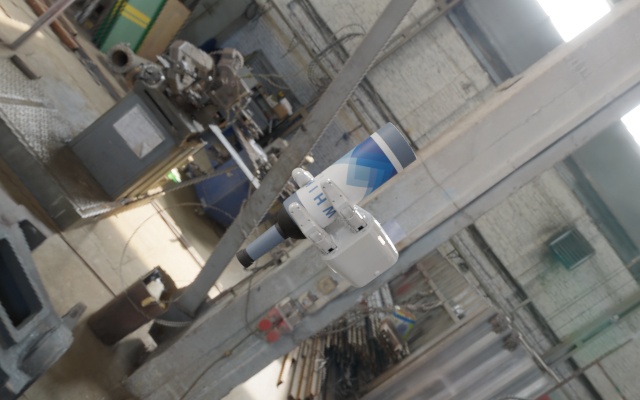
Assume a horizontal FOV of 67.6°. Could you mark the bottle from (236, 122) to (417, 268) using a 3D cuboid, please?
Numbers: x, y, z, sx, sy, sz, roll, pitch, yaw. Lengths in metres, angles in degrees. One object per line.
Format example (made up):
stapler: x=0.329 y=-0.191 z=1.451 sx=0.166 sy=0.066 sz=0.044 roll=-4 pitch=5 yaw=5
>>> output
bottle: x=0.000 y=0.002 z=0.695 sx=0.296 sy=0.069 sz=0.069 roll=-37 pitch=-4 yaw=6
